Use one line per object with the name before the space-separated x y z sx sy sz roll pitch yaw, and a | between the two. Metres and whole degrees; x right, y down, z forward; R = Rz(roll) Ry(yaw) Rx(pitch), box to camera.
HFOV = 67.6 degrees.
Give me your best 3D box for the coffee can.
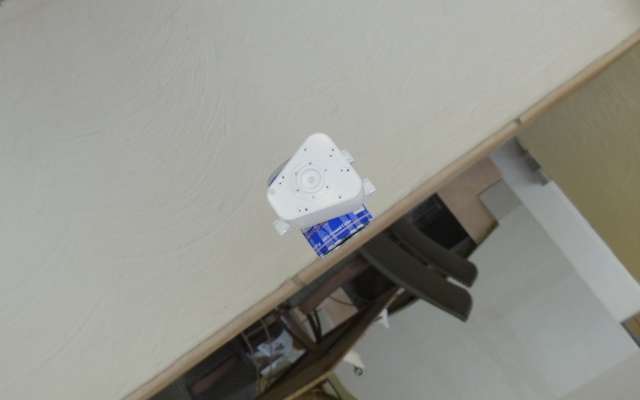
coffee can | 0.000 0.002 0.720 0.103 0.140 0.103 -35 -9 -6
